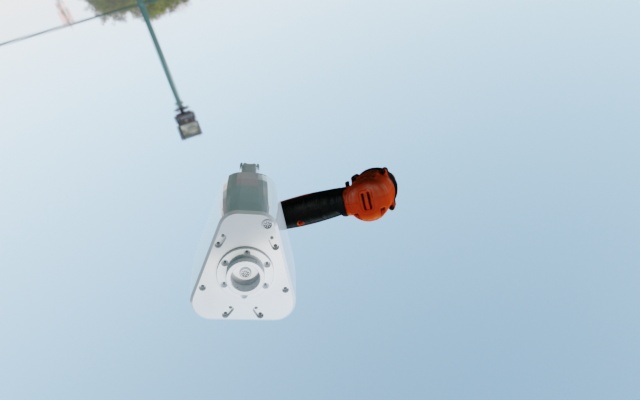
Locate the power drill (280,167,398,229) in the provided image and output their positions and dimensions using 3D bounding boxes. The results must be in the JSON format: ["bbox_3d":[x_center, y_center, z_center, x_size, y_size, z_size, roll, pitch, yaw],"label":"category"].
[{"bbox_3d":[0.000,0.002,0.577,0.187,0.057,0.184,-15,3,13],"label":"power drill"}]
